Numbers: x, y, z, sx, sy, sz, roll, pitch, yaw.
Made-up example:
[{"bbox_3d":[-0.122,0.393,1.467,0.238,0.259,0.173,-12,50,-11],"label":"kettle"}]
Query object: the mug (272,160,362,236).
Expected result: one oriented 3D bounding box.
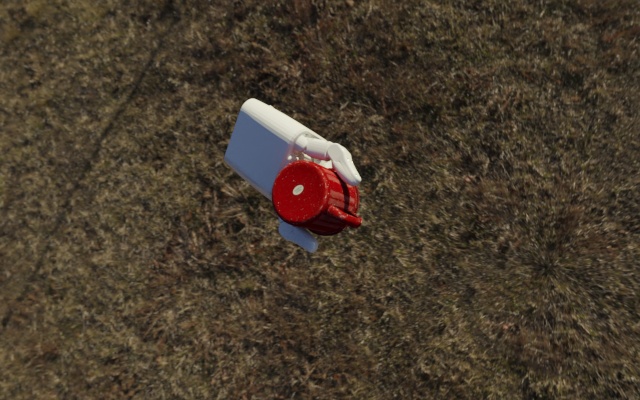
[{"bbox_3d":[0.001,0.003,0.601,0.117,0.093,0.081,35,8,28],"label":"mug"}]
